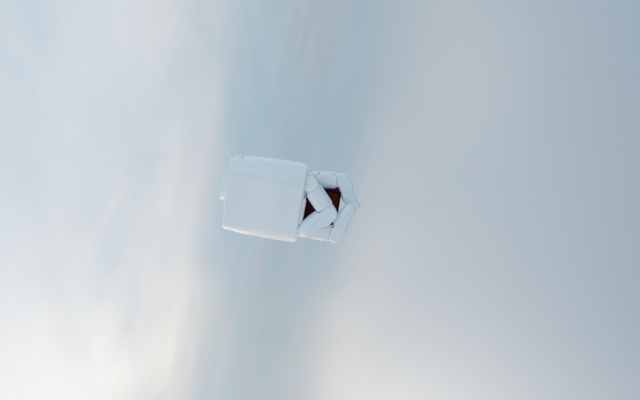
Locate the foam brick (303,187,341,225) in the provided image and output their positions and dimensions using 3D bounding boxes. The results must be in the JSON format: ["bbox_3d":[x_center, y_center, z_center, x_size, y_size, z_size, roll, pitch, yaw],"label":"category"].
[{"bbox_3d":[0.000,0.002,0.732,0.051,0.053,0.078,8,9,-4],"label":"foam brick"}]
